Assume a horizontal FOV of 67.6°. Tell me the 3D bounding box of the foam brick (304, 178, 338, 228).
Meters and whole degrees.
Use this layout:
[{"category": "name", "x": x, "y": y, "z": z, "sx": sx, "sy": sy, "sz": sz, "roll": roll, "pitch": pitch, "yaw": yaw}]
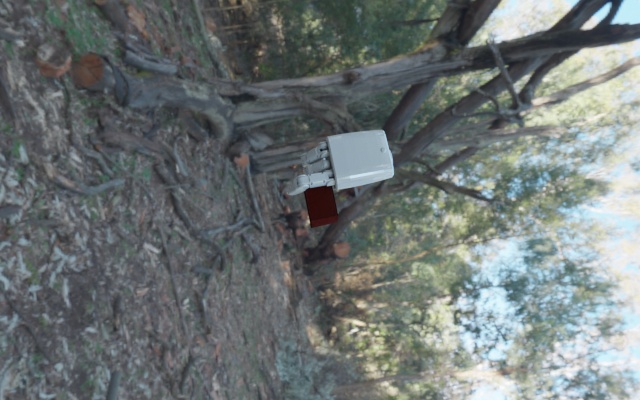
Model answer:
[{"category": "foam brick", "x": 0.000, "y": 0.003, "z": 0.869, "sx": 0.051, "sy": 0.078, "sz": 0.053, "roll": -10, "pitch": -16, "yaw": -4}]
